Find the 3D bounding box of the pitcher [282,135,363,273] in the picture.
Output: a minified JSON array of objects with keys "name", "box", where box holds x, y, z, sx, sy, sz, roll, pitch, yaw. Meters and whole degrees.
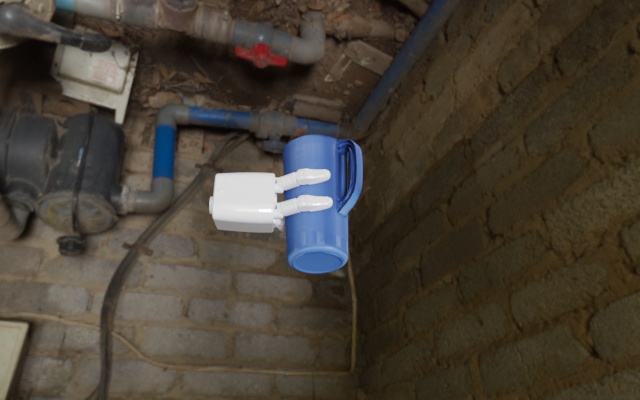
[{"name":"pitcher","box":[0.000,0.003,0.891,0.145,0.242,0.149,2,-32,-6]}]
